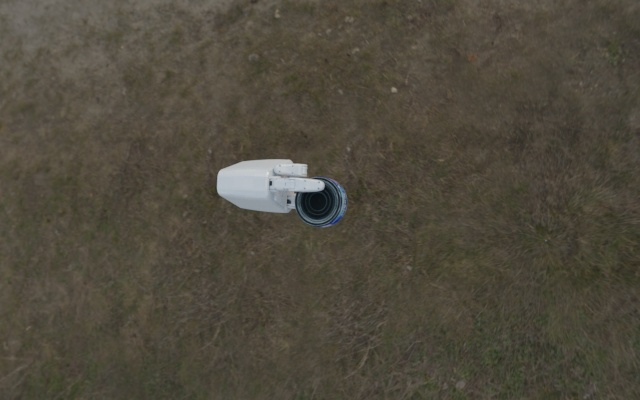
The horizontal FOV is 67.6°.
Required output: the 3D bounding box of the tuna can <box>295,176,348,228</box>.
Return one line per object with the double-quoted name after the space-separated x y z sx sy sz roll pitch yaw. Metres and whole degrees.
0.000 0.003 0.808 0.086 0.086 0.034 0 -4 20 "tuna can"
